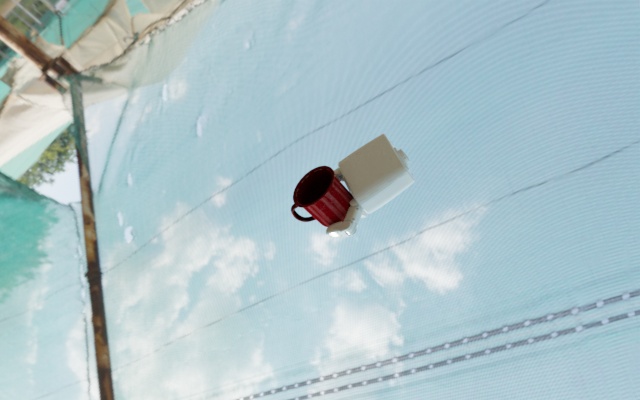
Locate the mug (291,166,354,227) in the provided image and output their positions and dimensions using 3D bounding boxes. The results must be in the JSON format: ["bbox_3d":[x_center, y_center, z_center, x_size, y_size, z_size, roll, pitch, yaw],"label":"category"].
[{"bbox_3d":[-0.001,0.004,0.886,0.117,0.093,0.081,-34,-53,16],"label":"mug"}]
